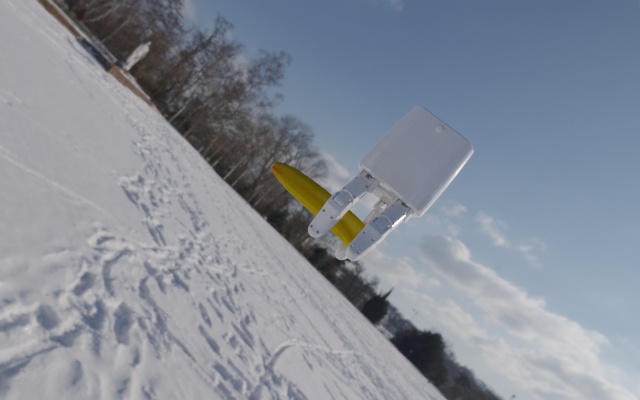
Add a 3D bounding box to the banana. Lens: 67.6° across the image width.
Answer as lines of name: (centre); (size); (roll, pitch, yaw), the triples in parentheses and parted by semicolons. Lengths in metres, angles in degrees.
banana: (0.010, 0.012, 0.613); (0.197, 0.037, 0.070); (42, -1, 37)
